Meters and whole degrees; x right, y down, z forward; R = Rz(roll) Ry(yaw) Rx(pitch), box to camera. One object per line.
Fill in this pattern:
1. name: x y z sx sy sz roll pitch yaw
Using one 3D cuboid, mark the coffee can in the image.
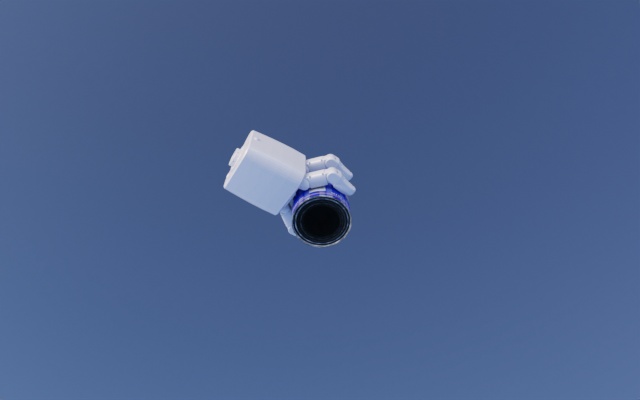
1. coffee can: 0.000 0.003 0.860 0.103 0.103 0.140 0 29 -2
